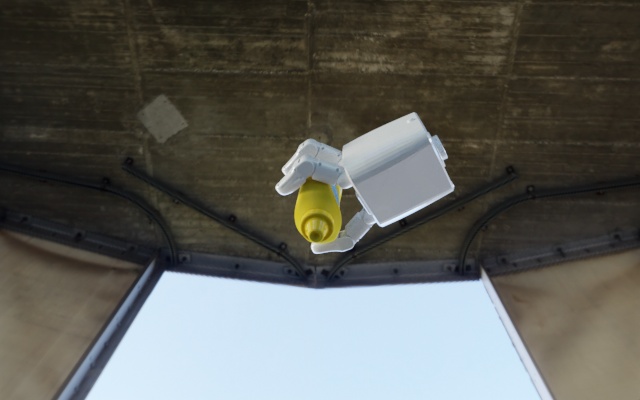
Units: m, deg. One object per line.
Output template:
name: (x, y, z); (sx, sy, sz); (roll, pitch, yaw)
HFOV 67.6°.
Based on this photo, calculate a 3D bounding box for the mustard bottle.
mustard bottle: (0.000, 0.002, 0.635); (0.058, 0.096, 0.191); (-4, 24, 5)
